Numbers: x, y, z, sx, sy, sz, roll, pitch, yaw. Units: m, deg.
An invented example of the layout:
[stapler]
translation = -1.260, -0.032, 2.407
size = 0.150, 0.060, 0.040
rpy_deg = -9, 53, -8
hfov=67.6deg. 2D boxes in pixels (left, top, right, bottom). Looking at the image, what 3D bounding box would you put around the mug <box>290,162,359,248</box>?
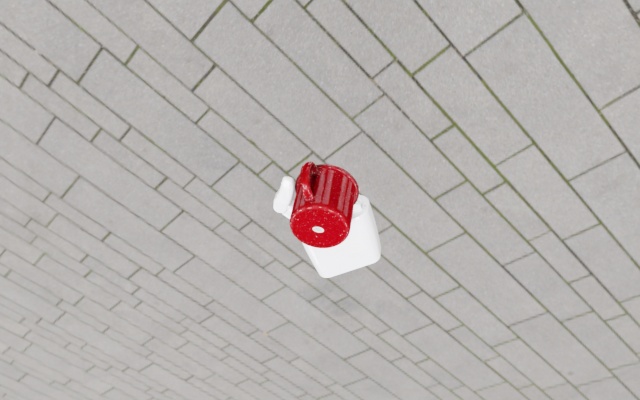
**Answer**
[mug]
translation = 0.000, 0.001, 0.647
size = 0.093, 0.117, 0.081
rpy_deg = -8, 39, 17
